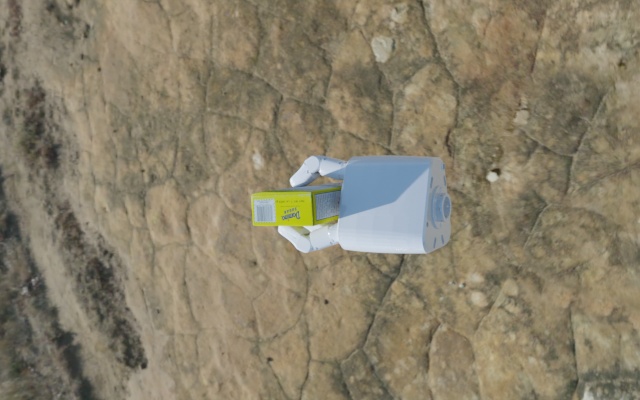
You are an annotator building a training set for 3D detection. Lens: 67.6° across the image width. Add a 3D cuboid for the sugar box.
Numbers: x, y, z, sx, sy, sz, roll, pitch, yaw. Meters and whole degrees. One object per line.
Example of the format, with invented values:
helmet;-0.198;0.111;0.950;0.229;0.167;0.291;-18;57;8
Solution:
sugar box;0.000;0.003;0.630;0.093;0.048;0.176;0;3;33
